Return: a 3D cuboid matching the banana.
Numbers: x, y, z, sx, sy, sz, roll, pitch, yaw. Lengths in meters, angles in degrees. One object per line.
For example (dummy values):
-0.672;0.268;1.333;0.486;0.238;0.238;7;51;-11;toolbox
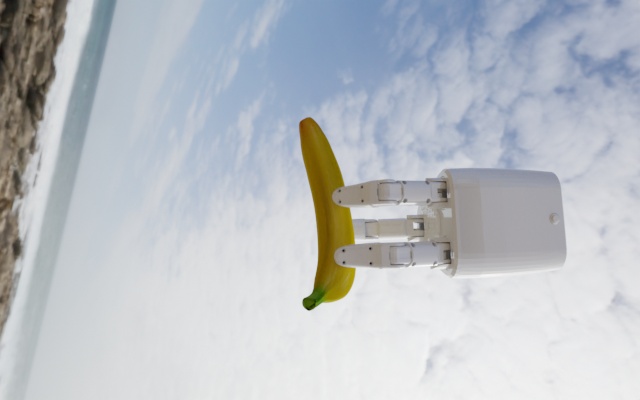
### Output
0.007;0.013;0.452;0.037;0.197;0.070;-14;-32;17;banana
